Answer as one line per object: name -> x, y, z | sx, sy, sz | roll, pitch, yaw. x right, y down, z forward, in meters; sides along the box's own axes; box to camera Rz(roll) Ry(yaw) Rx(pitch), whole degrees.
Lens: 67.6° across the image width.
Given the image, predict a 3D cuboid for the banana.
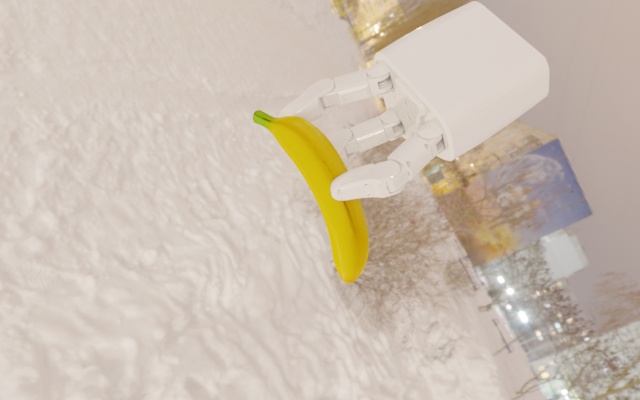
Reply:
banana -> 0.008, 0.000, 0.438 | 0.037, 0.198, 0.069 | -35, 22, -23
